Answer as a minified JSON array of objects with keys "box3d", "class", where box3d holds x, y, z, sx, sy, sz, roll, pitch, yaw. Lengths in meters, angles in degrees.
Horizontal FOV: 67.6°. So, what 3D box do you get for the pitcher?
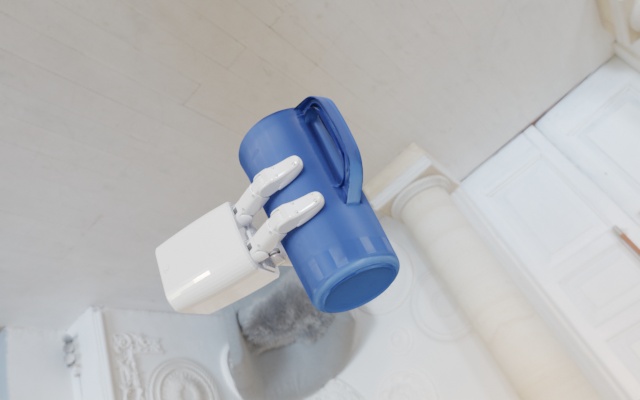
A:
[{"box3d":[0.000,0.002,0.581,0.145,0.242,0.149,-29,-34,2],"class":"pitcher"}]
